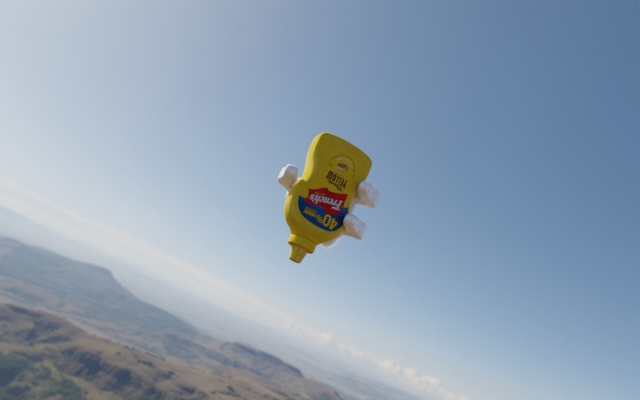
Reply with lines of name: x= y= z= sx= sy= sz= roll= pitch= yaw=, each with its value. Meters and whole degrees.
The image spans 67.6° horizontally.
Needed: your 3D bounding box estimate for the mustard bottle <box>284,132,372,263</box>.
mustard bottle: x=0.000 y=0.002 z=0.703 sx=0.096 sy=0.191 sz=0.058 roll=30 pitch=-17 yaw=-19
